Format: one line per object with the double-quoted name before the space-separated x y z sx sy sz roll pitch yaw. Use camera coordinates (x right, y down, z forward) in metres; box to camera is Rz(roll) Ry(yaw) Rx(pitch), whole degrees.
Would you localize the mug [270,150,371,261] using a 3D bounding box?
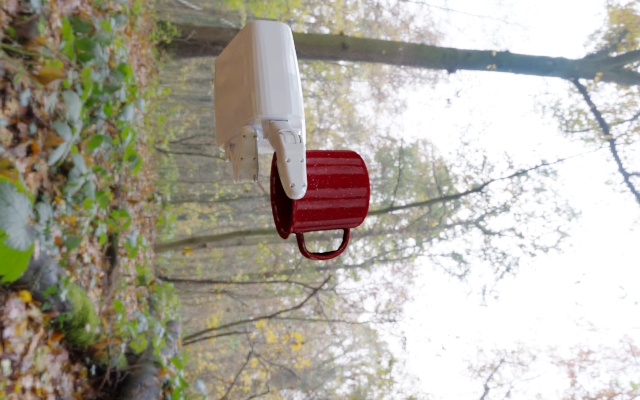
"mug" 0.000 0.003 0.480 0.081 0.117 0.093 -3 -12 -19
